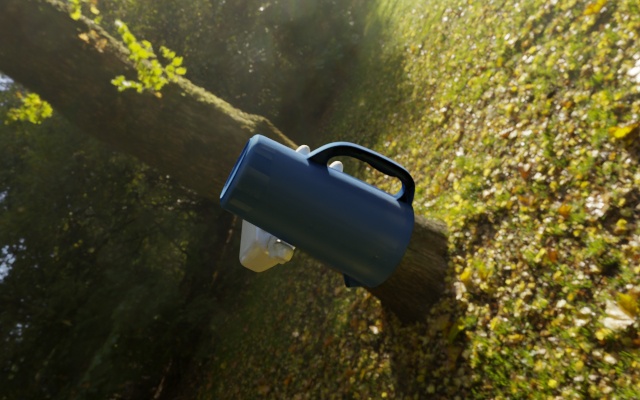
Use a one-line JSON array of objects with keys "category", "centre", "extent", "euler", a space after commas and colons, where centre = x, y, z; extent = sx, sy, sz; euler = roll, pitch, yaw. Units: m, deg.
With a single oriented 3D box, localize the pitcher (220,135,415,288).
[{"category": "pitcher", "centre": [0.000, 0.002, 0.645], "extent": [0.243, 0.149, 0.145], "euler": [27, -29, -14]}]
